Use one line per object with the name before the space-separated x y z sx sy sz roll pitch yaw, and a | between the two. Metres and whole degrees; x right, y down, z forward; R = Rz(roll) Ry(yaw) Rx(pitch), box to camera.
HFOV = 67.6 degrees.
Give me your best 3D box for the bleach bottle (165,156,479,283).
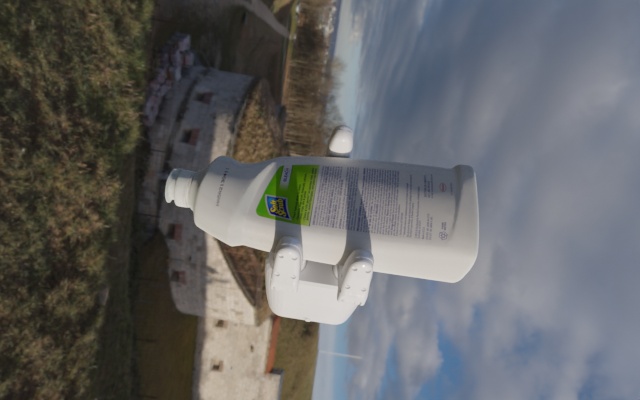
bleach bottle | 0.000 0.001 0.404 0.251 0.102 0.068 10 -33 -1
